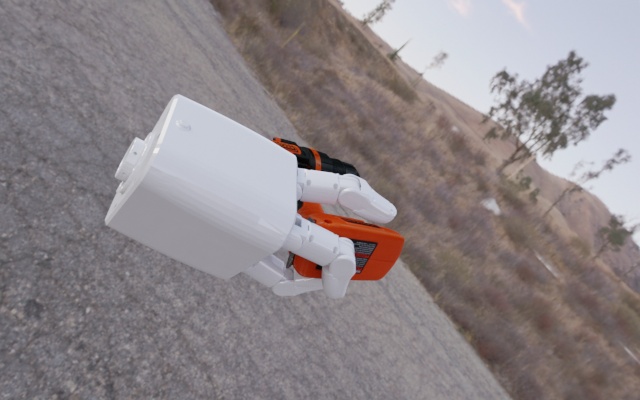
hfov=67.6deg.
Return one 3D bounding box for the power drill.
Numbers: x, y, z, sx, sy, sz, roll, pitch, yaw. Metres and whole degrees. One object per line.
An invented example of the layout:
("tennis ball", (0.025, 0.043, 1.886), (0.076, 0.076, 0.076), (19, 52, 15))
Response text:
("power drill", (0.000, 0.002, 0.481), (0.184, 0.057, 0.187), (8, 27, -36))
